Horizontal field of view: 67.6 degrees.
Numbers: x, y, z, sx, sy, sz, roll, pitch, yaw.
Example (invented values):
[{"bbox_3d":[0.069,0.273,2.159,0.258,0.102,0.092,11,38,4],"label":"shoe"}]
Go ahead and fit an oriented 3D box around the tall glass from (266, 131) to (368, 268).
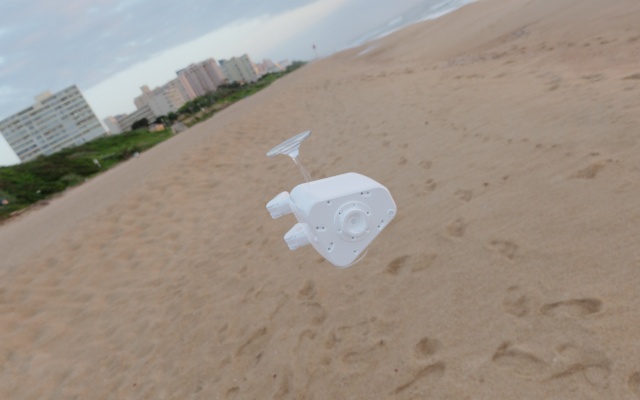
[{"bbox_3d":[0.000,0.002,0.710,0.079,0.201,0.079,-26,16,8],"label":"tall glass"}]
